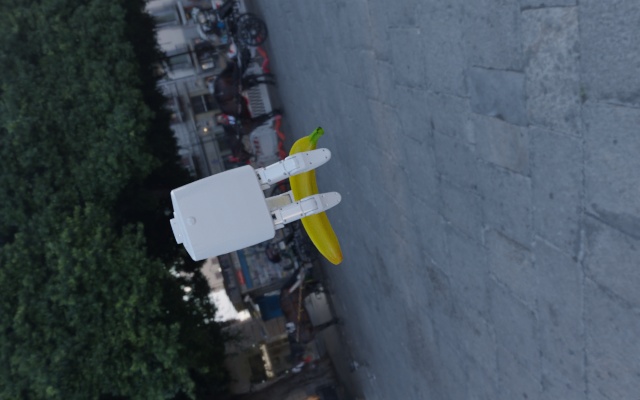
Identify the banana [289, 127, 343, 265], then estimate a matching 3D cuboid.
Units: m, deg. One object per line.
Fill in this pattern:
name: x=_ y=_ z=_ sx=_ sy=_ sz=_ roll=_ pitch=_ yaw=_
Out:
banana: x=-0.011 y=-0.004 z=0.674 sx=0.037 sy=0.198 sz=0.069 roll=-21 pitch=20 yaw=-30
